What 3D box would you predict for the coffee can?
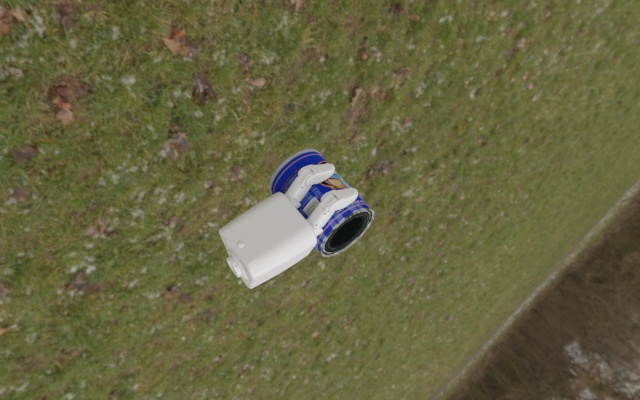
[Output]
[{"bbox_3d":[0.000,0.002,0.745,0.140,0.103,0.103,48,26,25],"label":"coffee can"}]
